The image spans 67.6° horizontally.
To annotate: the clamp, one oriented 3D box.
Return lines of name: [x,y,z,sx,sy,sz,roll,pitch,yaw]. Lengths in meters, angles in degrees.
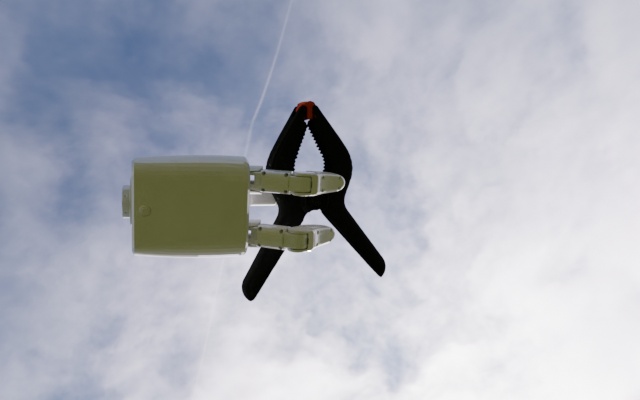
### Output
clamp: [0.000,0.001,0.514,0.164,0.210,0.036,0,10,-20]
